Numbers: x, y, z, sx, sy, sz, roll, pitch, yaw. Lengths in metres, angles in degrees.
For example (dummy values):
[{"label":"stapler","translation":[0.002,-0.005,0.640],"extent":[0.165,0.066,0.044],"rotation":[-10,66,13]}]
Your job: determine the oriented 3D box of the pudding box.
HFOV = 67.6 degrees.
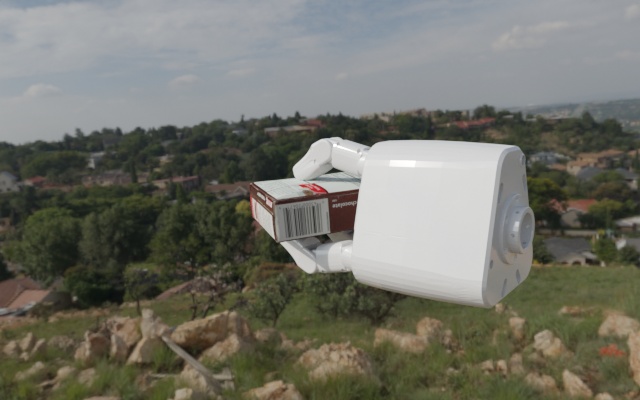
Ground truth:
[{"label":"pudding box","translation":[0.000,0.001,0.435],"extent":[0.113,0.039,0.090],"rotation":[-6,13,-20]}]
